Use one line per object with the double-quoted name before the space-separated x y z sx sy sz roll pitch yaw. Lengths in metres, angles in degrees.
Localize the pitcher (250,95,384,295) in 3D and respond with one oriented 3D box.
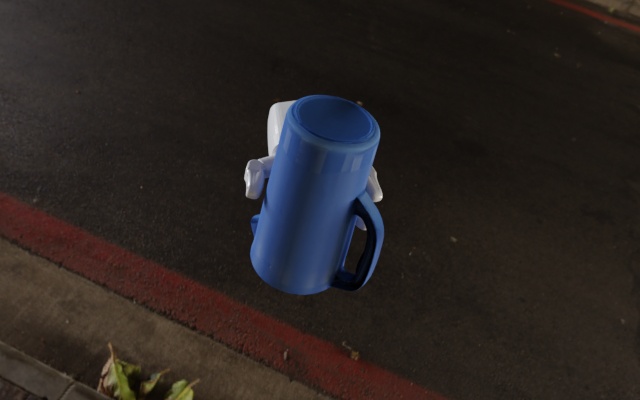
"pitcher" 0.000 0.002 0.598 0.149 0.243 0.145 3 43 -15
